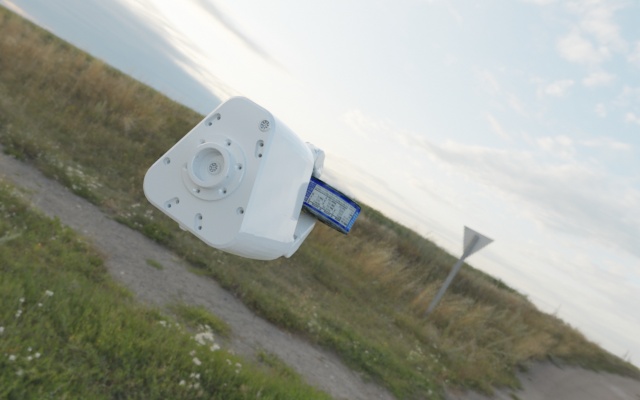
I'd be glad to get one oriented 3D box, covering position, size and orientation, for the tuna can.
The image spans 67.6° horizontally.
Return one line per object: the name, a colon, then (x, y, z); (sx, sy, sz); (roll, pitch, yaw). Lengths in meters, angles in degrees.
tuna can: (0.000, 0.001, 0.516); (0.086, 0.034, 0.086); (31, -5, 3)
